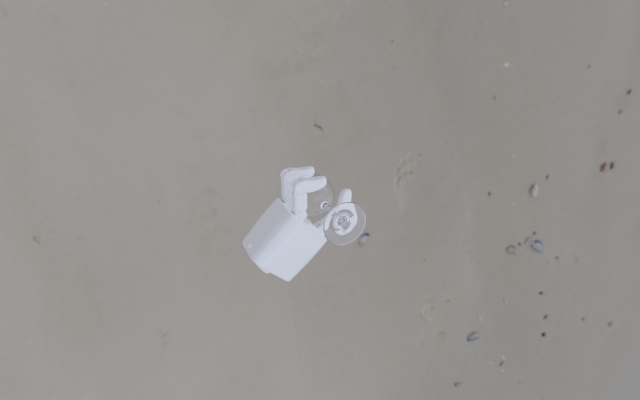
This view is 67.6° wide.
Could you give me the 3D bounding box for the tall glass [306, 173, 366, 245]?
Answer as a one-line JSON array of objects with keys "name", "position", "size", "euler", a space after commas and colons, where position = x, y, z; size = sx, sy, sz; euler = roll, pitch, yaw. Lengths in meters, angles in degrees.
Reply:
[{"name": "tall glass", "position": [0.001, 0.003, 0.843], "size": [0.079, 0.079, 0.201], "euler": [0, 21, -24]}]
